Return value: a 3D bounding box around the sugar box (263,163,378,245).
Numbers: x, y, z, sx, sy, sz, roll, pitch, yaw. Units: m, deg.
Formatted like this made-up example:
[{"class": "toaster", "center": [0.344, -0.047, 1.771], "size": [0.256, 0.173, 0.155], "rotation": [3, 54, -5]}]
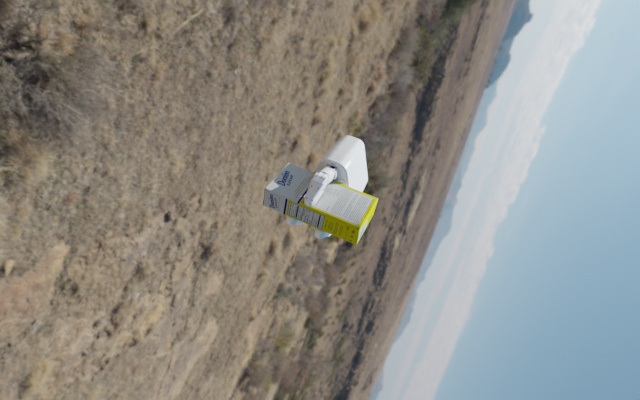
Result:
[{"class": "sugar box", "center": [0.000, 0.003, 0.822], "size": [0.176, 0.048, 0.093], "rotation": [21, 41, 14]}]
